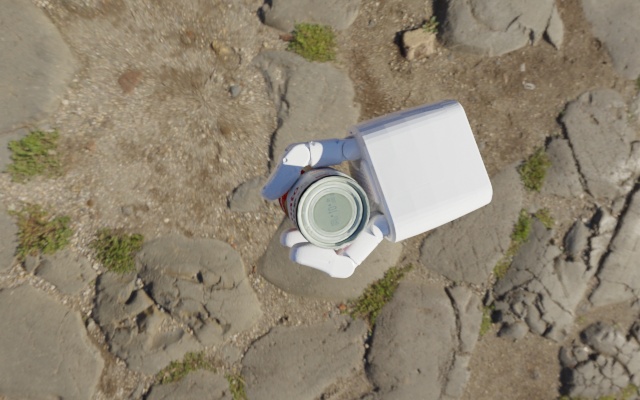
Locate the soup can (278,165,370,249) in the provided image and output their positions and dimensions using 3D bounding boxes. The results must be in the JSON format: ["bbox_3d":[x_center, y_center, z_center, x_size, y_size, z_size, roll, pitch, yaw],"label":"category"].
[{"bbox_3d":[0.000,0.002,0.455,0.068,0.068,0.102,0,11,-14],"label":"soup can"}]
